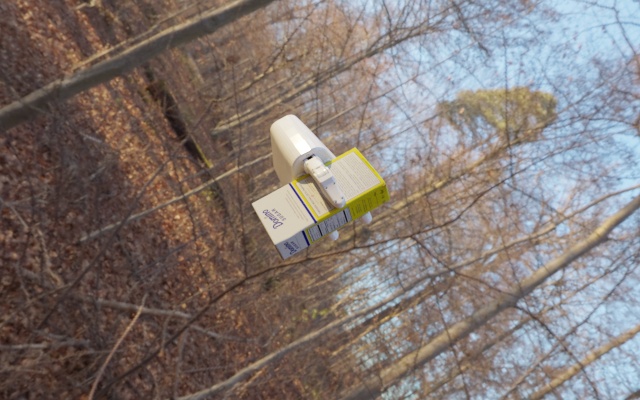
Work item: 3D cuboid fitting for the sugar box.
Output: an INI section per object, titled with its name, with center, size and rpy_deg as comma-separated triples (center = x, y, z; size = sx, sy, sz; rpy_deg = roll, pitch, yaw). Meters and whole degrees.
[sugar box]
center = 0.000, 0.002, 0.683
size = 0.176, 0.093, 0.048
rpy_deg = -30, -42, -5
